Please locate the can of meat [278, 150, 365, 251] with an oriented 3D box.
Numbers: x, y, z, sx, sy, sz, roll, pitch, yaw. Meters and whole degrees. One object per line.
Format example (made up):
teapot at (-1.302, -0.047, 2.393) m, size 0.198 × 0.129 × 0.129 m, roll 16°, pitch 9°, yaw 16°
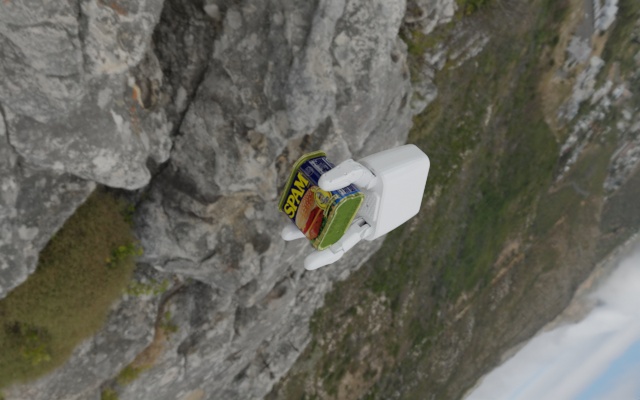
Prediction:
can of meat at (0.000, 0.002, 0.615) m, size 0.057 × 0.102 × 0.084 m, roll -20°, pitch 56°, yaw -42°
